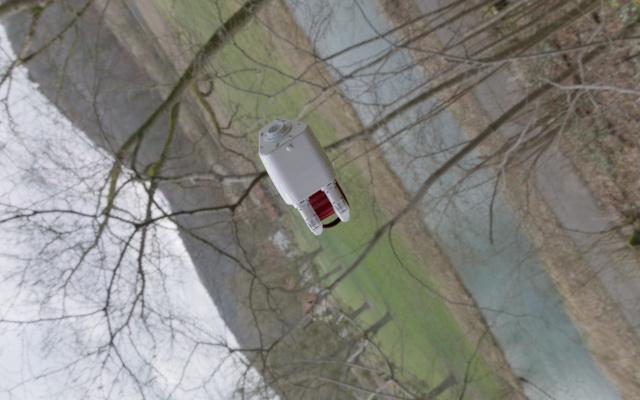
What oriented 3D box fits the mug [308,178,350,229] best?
[{"bbox_3d":[0.001,0.004,0.885,0.081,0.117,0.093,-31,32,-3],"label":"mug"}]
